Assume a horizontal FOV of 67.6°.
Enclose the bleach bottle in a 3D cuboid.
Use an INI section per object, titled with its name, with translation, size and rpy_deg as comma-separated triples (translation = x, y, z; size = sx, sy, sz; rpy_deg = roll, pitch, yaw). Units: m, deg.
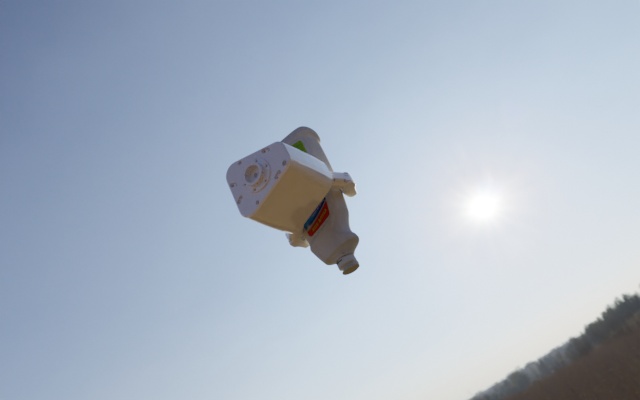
[bleach bottle]
translation = 0.000, 0.003, 0.772
size = 0.102, 0.250, 0.068
rpy_deg = -38, -31, 17
